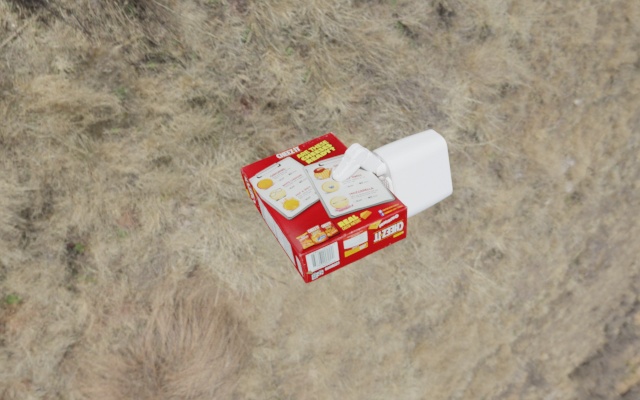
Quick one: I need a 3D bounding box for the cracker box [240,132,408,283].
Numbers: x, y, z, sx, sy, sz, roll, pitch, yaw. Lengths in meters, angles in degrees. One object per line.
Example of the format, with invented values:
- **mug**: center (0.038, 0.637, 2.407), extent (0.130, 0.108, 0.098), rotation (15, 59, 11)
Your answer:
- **cracker box**: center (0.000, 0.002, 0.703), extent (0.164, 0.072, 0.213), rotation (-23, 44, -17)
